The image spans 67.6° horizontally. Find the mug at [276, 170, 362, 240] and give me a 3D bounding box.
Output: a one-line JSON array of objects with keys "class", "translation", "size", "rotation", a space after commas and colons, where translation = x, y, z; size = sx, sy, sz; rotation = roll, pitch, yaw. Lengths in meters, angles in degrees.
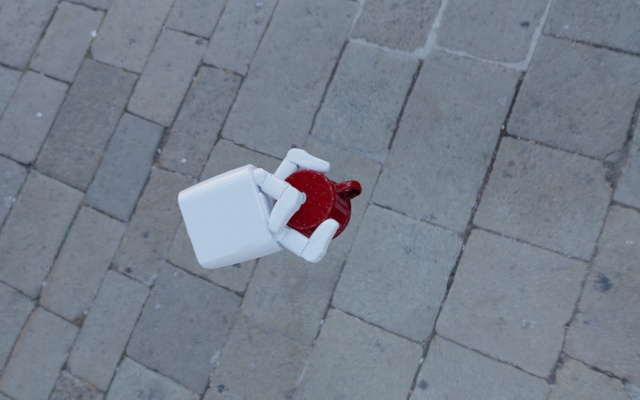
[{"class": "mug", "translation": [0.001, 0.002, 0.644], "size": [0.117, 0.093, 0.081], "rotation": [-20, -16, 10]}]
